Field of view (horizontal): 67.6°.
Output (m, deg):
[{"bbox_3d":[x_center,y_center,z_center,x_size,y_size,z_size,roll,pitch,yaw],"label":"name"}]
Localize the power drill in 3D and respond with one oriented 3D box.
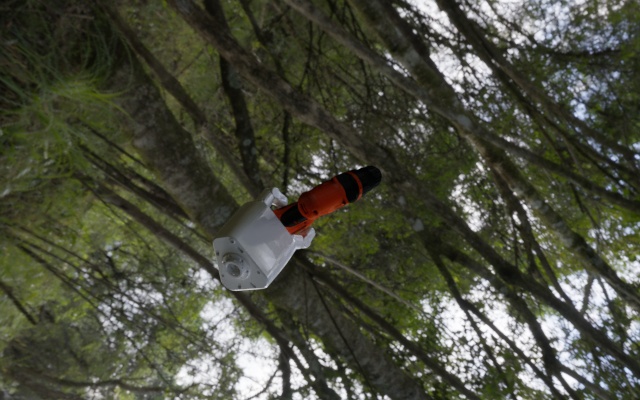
[{"bbox_3d":[0.000,0.003,0.842,0.184,0.057,0.188,-23,-6,-40],"label":"power drill"}]
